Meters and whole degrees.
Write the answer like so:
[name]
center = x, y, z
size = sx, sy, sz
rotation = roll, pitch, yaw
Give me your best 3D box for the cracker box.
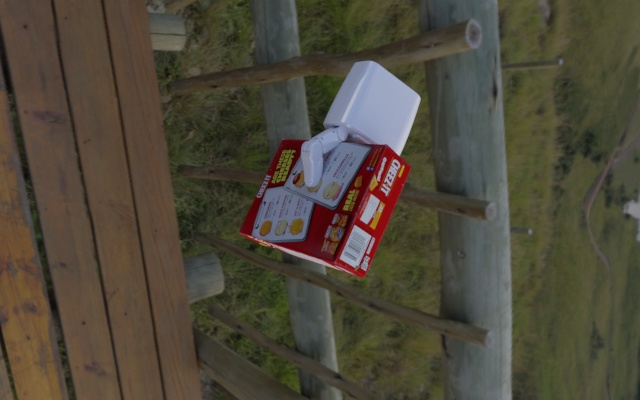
[cracker box]
center = 0.000, 0.002, 0.668
size = 0.213, 0.164, 0.072
rotation = 10, -18, 48
